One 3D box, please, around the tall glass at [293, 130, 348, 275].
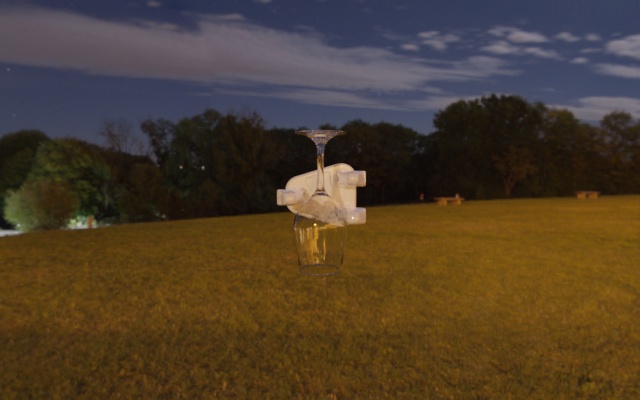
[{"bbox_3d":[0.000,0.002,0.686,0.079,0.201,0.079,0,4,0],"label":"tall glass"}]
